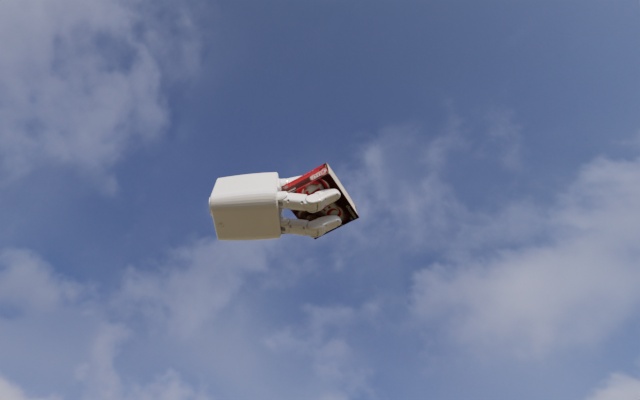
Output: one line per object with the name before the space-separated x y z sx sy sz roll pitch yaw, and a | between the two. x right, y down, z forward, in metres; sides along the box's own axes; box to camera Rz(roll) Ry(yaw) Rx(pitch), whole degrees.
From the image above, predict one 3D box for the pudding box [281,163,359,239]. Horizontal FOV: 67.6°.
pudding box | 0.000 0.003 0.804 0.090 0.113 0.039 -27 38 14
